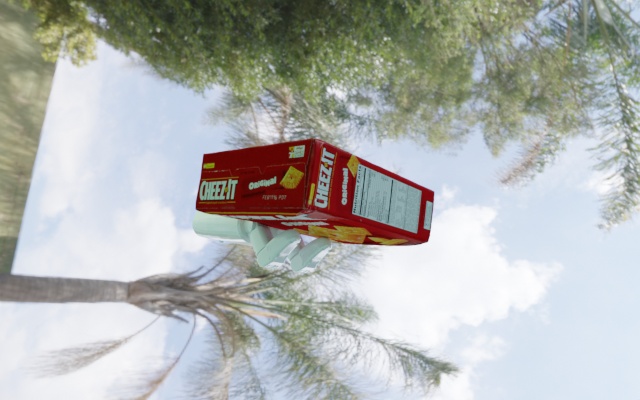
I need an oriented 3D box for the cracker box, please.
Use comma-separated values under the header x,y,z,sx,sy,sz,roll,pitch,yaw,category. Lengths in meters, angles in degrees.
x,y,z,sx,sy,sz,roll,pitch,yaw,category
0.000,0.002,0.525,0.164,0.072,0.214,-2,-13,42,cracker box
